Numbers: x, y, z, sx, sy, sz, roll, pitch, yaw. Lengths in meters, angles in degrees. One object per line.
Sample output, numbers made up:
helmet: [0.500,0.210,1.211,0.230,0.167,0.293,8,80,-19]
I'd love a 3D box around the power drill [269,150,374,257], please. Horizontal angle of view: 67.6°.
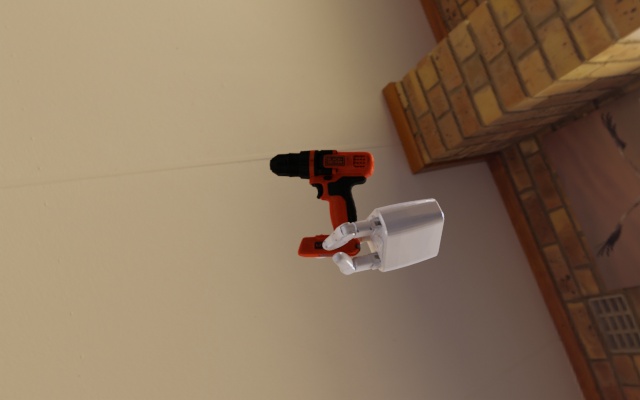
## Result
power drill: [0.000,0.003,0.824,0.184,0.187,0.057,-1,-11,8]
